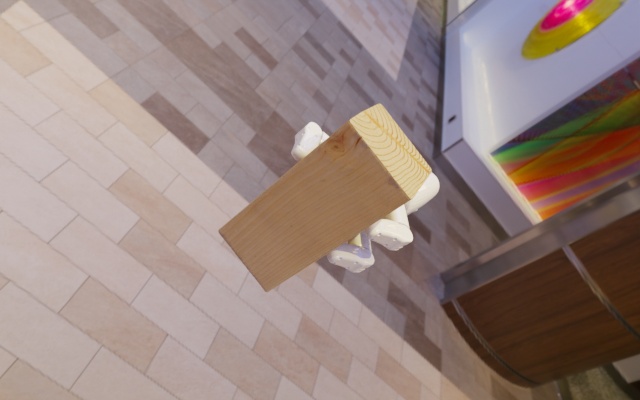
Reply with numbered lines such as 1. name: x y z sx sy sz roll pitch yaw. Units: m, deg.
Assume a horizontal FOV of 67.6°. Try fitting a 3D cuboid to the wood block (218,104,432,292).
1. wood block: 0.000 0.001 0.505 0.206 0.091 0.090 -37 2 33
